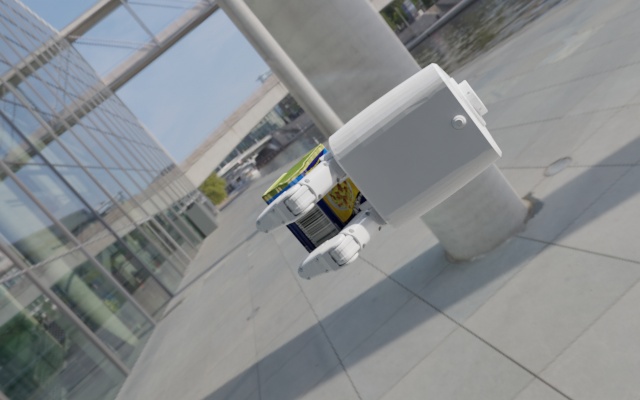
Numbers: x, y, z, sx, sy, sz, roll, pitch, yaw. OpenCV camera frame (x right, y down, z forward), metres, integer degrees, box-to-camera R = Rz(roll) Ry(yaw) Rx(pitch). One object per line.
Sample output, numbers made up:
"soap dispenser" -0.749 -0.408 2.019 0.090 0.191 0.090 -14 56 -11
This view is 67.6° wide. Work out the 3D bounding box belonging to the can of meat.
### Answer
"can of meat" 0.000 0.001 0.456 0.057 0.084 0.102 -35 10 25
